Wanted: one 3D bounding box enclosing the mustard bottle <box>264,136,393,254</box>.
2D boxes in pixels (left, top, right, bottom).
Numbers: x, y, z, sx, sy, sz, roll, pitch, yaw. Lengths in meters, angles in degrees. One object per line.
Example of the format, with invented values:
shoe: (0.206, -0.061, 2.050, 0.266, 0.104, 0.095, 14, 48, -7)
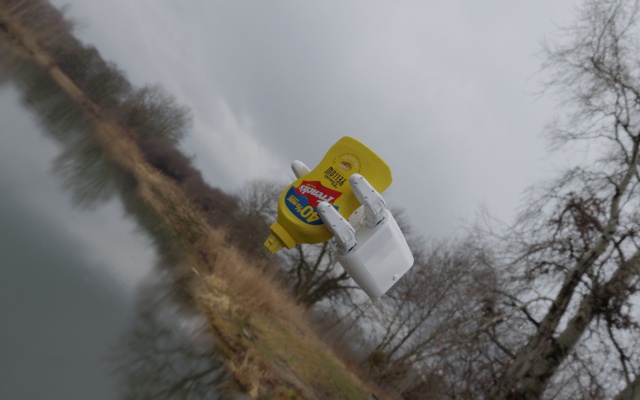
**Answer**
mustard bottle: (0.000, 0.002, 0.647, 0.096, 0.191, 0.058, 42, -11, 28)
